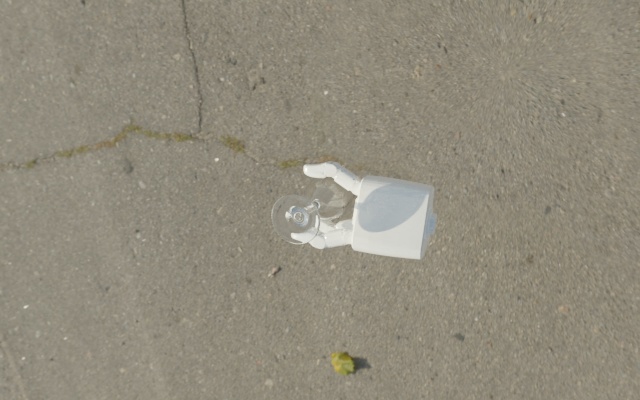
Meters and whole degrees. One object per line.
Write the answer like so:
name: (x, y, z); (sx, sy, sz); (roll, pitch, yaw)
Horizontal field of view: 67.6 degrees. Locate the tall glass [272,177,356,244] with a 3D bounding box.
tall glass: (0.000, 0.003, 0.758); (0.079, 0.079, 0.201); (0, 14, 21)
